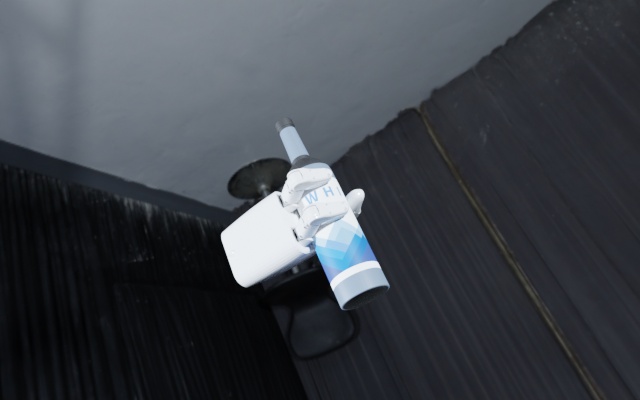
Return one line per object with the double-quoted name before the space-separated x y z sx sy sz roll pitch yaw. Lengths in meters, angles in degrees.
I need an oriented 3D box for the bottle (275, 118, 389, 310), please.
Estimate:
"bottle" 0.000 0.002 0.659 0.069 0.295 0.069 -20 -27 -11
